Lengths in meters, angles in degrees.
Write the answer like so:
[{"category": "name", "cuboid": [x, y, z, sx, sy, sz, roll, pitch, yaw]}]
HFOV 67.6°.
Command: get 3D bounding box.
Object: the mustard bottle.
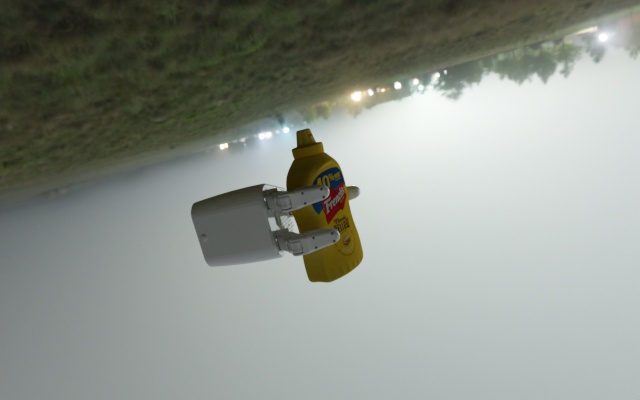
[{"category": "mustard bottle", "cuboid": [0.000, 0.002, 0.619, 0.058, 0.191, 0.096, -6, 13, 39]}]
